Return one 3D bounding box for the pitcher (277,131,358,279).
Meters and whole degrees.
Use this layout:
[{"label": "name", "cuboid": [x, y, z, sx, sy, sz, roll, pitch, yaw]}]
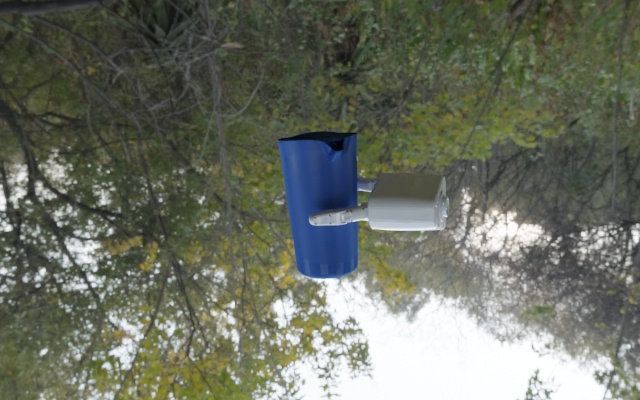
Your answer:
[{"label": "pitcher", "cuboid": [0.000, 0.003, 0.827, 0.145, 0.243, 0.149, 0, 12, 21]}]
